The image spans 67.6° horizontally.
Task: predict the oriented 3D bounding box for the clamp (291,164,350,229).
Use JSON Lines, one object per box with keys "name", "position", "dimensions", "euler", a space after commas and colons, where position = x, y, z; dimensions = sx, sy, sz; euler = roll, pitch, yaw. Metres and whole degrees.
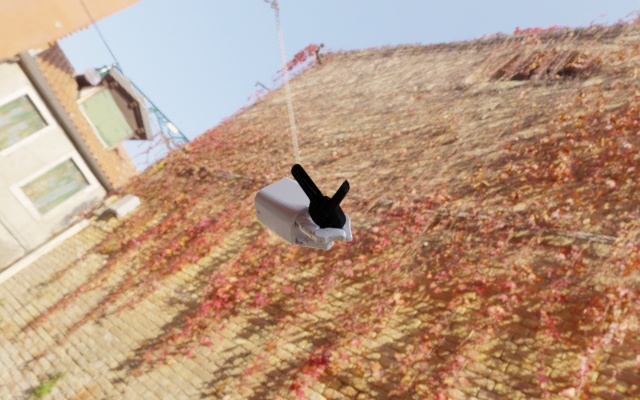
{"name": "clamp", "position": [0.001, 0.003, 0.897], "dimensions": [0.120, 0.172, 0.039], "euler": [31, 55, 25]}
